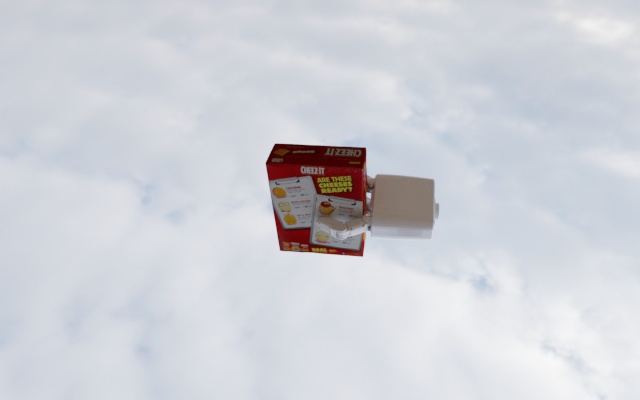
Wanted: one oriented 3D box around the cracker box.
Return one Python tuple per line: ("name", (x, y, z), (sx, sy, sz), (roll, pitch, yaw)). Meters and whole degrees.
("cracker box", (0.000, 0.003, 0.860), (0.164, 0.214, 0.072), (3, 42, 9))
